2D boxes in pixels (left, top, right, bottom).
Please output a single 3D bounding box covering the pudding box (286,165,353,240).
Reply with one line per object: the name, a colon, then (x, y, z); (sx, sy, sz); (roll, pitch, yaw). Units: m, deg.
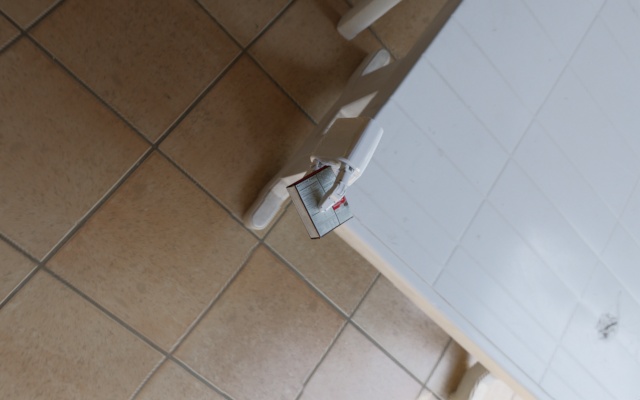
pudding box: (0.000, 0.003, 0.888); (0.090, 0.113, 0.039); (-30, 9, -28)
